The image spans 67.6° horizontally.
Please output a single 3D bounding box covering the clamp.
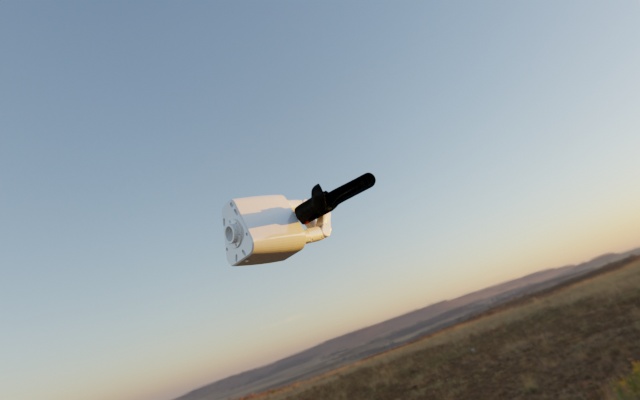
[{"bbox_3d":[0.000,0.002,0.796,0.120,0.039,0.171,-4,-23,-41],"label":"clamp"}]
